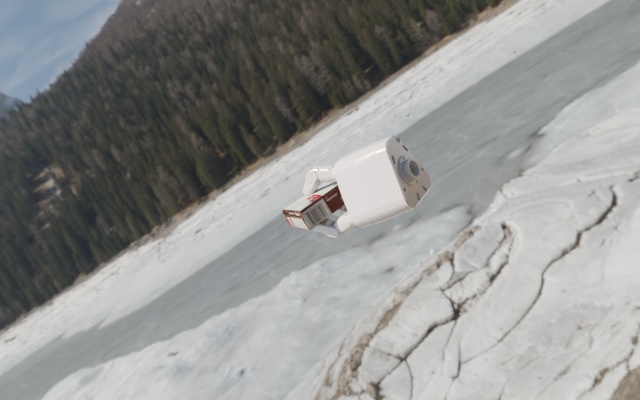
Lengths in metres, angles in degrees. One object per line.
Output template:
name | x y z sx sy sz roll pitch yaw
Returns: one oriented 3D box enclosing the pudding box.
pudding box | 0.000 0.003 0.815 0.113 0.039 0.090 -34 13 -19
